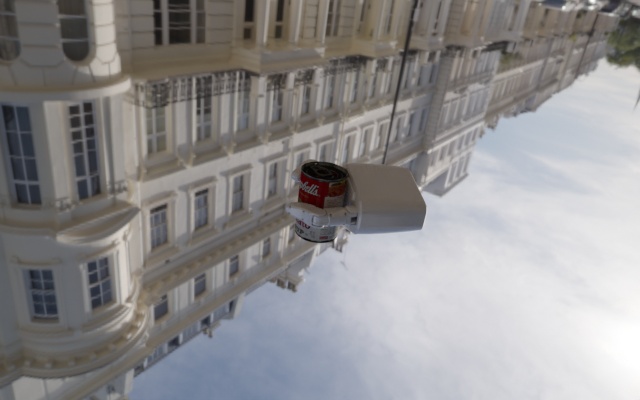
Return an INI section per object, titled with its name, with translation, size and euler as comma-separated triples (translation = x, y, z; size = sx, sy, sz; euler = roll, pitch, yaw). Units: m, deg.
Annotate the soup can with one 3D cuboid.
[soup can]
translation = 0.000, 0.003, 0.698
size = 0.068, 0.102, 0.068
euler = 6, 26, -3
